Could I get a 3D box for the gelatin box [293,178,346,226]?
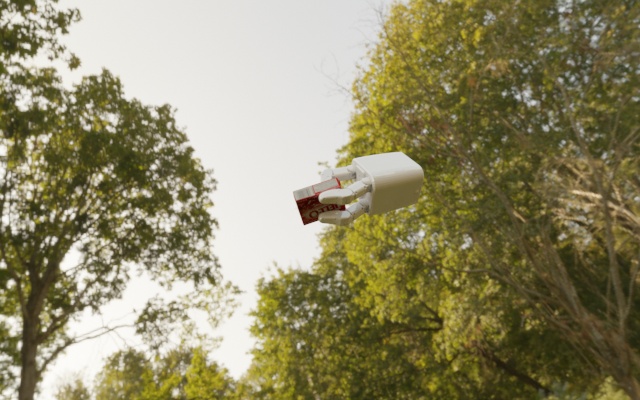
[{"bbox_3d":[0.000,0.003,0.891,0.089,0.030,0.073,-18,-43,-2],"label":"gelatin box"}]
